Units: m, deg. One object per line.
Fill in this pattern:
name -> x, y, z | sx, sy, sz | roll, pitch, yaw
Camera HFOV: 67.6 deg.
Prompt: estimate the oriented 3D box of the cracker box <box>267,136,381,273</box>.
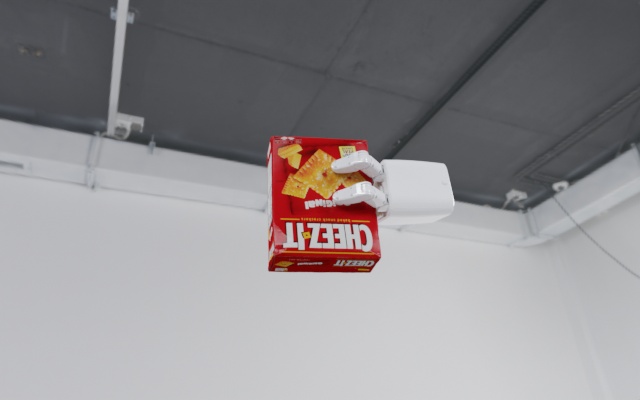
cracker box -> 0.000, 0.002, 0.757 | 0.164, 0.213, 0.072 | 2, -29, -11
